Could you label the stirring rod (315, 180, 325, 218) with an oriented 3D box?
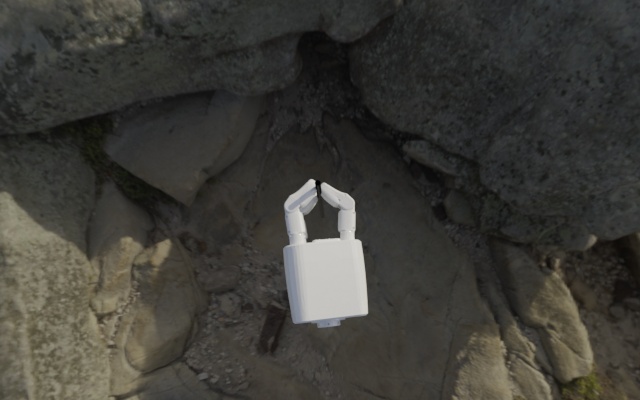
[{"bbox_3d":[0.000,0.003,0.767,0.011,0.011,0.239,0,-13,2],"label":"stirring rod"}]
